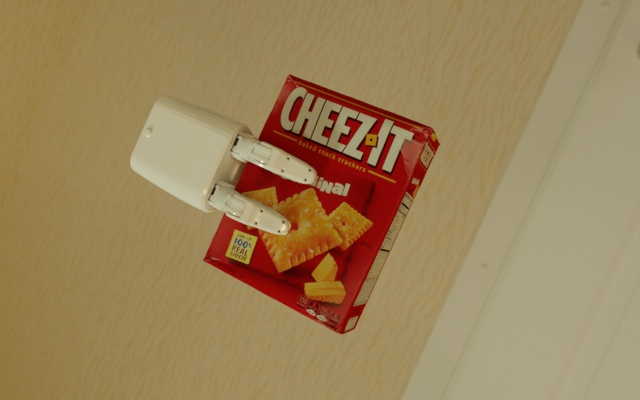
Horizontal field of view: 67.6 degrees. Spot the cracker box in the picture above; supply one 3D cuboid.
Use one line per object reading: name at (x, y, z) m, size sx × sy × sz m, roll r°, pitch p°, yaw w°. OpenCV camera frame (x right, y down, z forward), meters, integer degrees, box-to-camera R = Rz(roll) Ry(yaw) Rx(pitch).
cracker box at (0.000, 0.002, 0.487) m, size 0.164 × 0.213 × 0.072 m, roll 25°, pitch 1°, yaw 19°
